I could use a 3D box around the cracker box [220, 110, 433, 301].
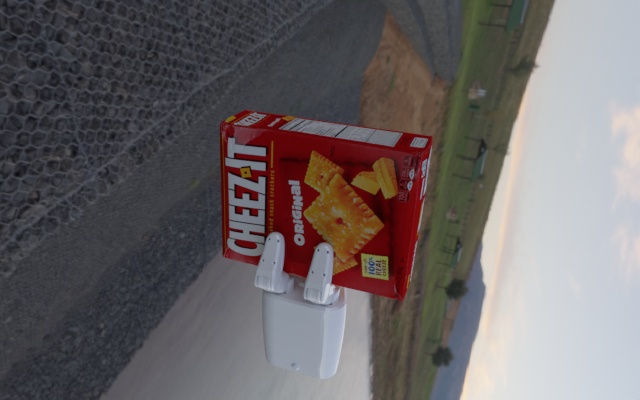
[{"bbox_3d":[0.000,0.002,0.514,0.213,0.164,0.072,11,24,16],"label":"cracker box"}]
